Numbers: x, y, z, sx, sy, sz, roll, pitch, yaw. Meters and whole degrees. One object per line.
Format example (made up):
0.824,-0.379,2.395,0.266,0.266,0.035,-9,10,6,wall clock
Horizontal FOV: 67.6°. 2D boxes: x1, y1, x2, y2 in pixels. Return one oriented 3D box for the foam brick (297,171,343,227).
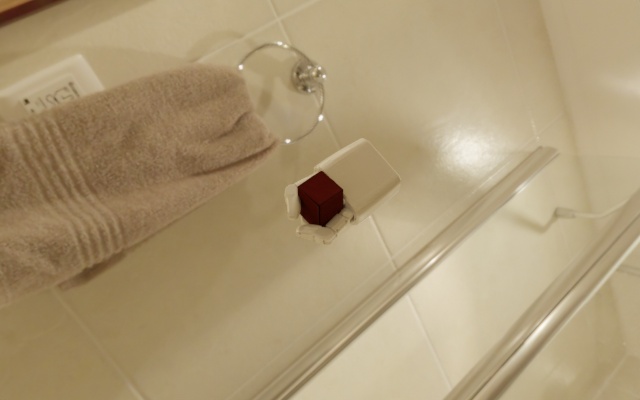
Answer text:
0.000,0.002,0.757,0.051,0.053,0.078,-35,-29,-21,foam brick
